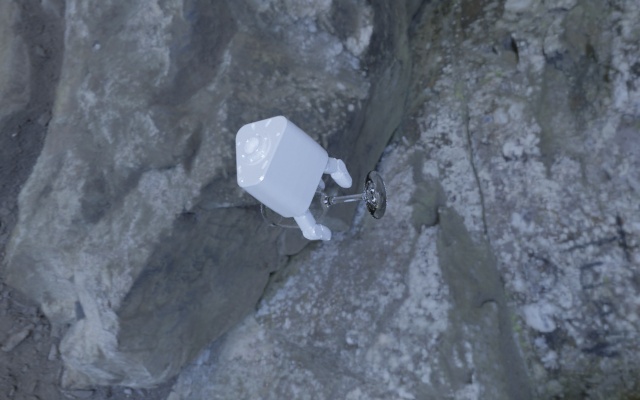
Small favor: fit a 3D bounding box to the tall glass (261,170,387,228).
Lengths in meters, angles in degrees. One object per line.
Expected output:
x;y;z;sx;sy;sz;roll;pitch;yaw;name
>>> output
0.001;0.003;0.769;0.201;0.079;0.079;-8;-4;32;tall glass
